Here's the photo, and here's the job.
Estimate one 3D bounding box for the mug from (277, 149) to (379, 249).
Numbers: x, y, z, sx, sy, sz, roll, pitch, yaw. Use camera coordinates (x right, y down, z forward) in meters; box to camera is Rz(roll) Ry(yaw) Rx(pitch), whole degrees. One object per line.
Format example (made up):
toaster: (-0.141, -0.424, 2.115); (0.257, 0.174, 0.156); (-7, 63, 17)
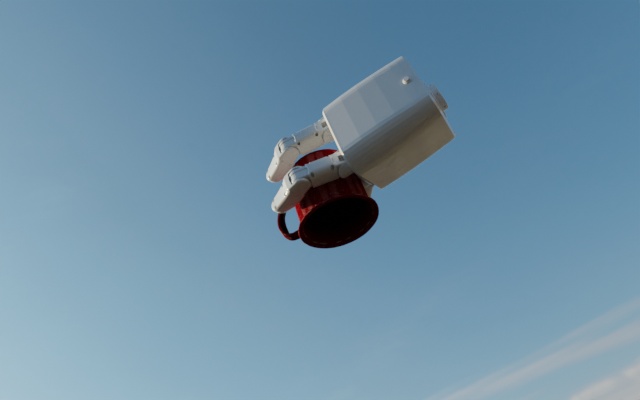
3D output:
mug: (-0.001, 0.002, 0.553); (0.117, 0.081, 0.093); (-33, -39, 15)
